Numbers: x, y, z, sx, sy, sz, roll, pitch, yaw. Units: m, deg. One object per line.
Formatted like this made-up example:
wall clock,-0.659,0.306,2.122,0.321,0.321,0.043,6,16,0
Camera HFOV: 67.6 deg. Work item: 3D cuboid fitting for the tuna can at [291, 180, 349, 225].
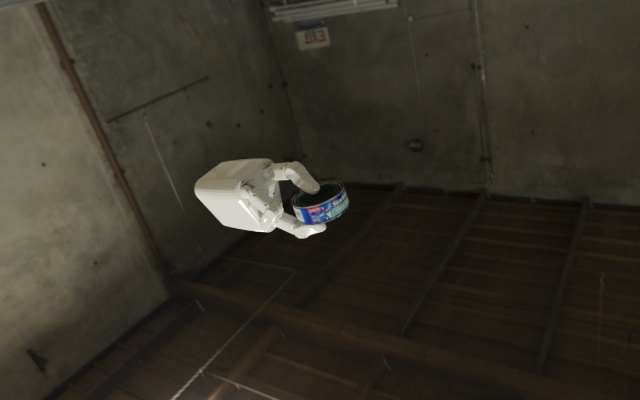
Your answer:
tuna can,0.000,0.003,0.735,0.086,0.034,0.086,-17,23,7
